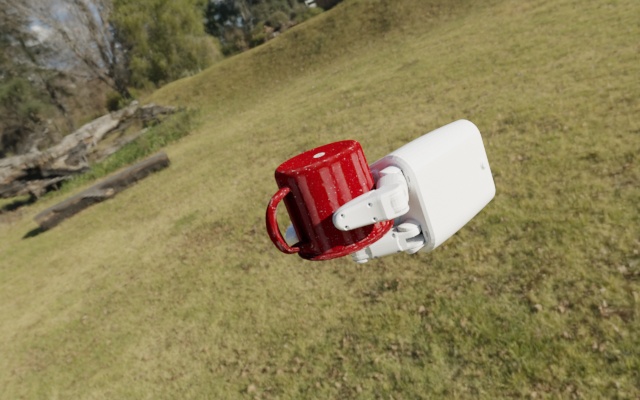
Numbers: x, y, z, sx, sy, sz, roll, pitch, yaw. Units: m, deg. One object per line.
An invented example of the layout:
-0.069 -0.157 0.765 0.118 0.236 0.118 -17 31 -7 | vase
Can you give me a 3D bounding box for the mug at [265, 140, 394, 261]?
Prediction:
-0.001 0.002 0.422 0.117 0.081 0.093 -30 18 -31 | mug
